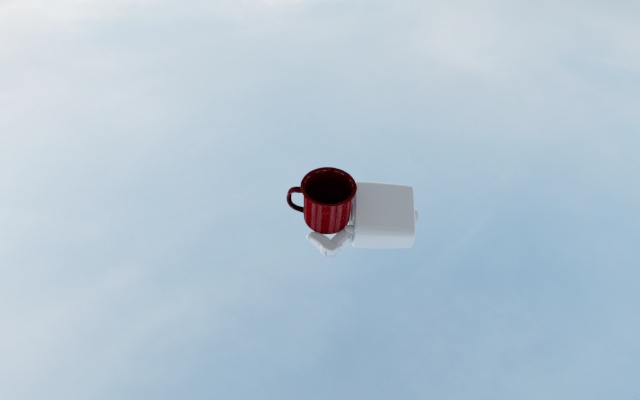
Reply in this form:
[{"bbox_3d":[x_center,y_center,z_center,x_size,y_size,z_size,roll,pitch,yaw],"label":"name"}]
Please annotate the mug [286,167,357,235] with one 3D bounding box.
[{"bbox_3d":[-0.001,0.003,0.812,0.117,0.093,0.082,4,-43,1],"label":"mug"}]
